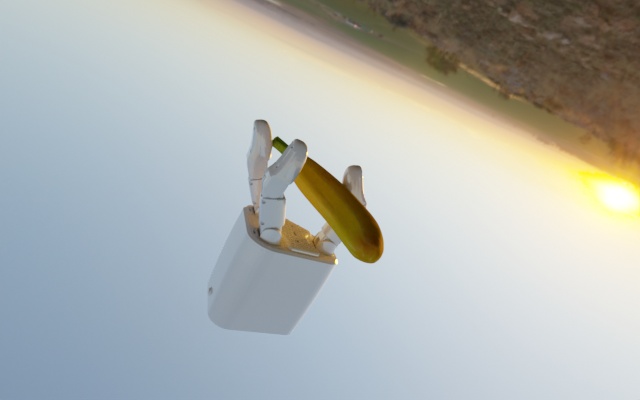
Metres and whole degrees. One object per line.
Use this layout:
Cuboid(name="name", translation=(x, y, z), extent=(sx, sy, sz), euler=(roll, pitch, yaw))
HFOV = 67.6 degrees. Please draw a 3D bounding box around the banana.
Cuboid(name="banana", translation=(0.011, 0.005, 0.458), extent=(0.070, 0.037, 0.197), euler=(23, 17, -42))
